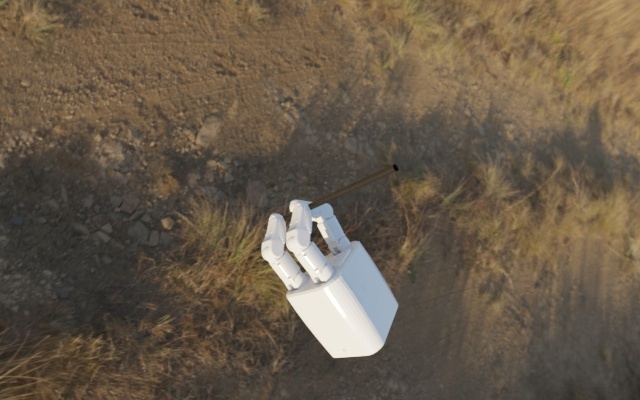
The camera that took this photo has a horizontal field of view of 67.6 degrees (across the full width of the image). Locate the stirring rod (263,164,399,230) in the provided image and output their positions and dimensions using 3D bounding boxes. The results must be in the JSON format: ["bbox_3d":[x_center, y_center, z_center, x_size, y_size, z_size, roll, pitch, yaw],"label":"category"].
[{"bbox_3d":[0.000,0.002,0.559,0.011,0.011,0.239,0,-17,-40],"label":"stirring rod"}]
